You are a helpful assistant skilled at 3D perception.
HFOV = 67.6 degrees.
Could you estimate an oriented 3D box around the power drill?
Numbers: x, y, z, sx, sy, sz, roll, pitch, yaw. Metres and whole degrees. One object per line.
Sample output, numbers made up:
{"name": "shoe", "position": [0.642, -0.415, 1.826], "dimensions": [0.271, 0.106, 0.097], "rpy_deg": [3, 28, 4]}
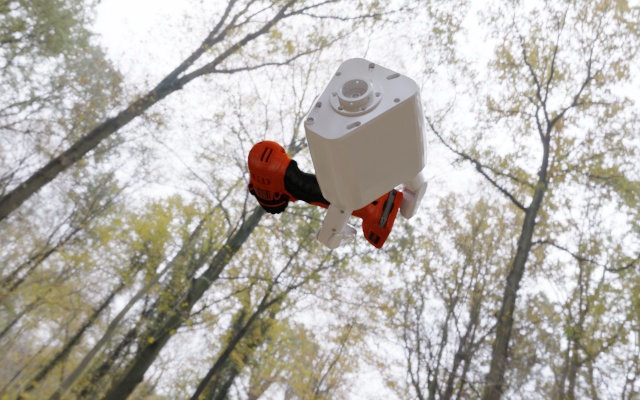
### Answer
{"name": "power drill", "position": [0.001, 0.002, 0.603], "dimensions": [0.187, 0.057, 0.184], "rpy_deg": [19, -16, 4]}
